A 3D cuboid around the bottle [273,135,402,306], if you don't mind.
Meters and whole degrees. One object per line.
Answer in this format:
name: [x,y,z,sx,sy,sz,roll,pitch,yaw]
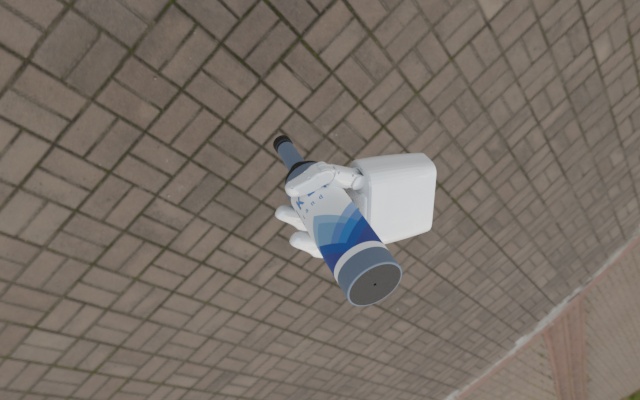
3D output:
bottle: [0.000,0.002,0.609,0.069,0.069,0.295,0,37,-30]
